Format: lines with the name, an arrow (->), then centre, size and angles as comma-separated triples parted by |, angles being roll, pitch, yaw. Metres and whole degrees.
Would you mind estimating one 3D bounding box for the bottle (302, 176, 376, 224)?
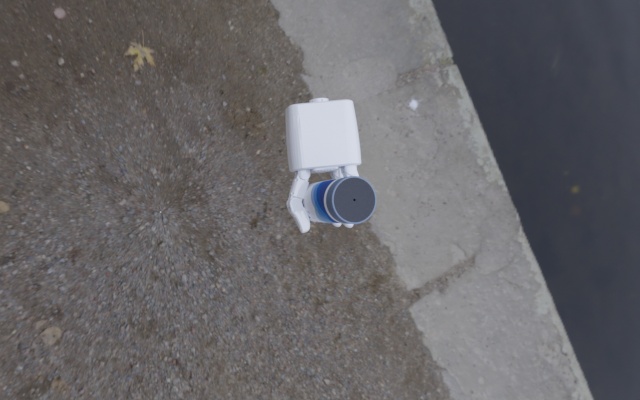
bottle -> 0.000, 0.003, 0.792 | 0.069, 0.069, 0.296 | 0, -1, -18
